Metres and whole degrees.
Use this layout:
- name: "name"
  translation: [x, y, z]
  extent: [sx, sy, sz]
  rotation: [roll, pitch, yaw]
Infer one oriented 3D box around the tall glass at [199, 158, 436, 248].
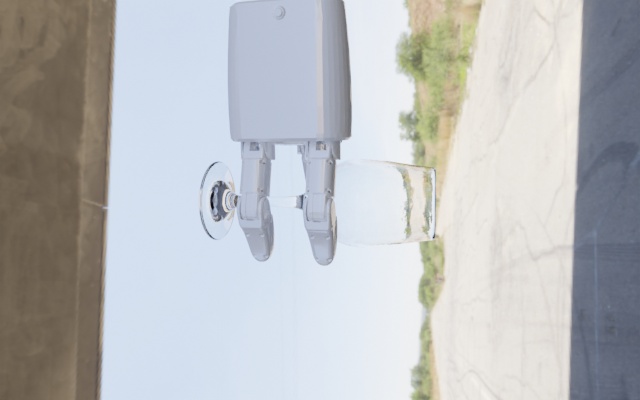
- name: "tall glass"
  translation: [-0.001, 0.002, 0.426]
  extent: [0.201, 0.079, 0.079]
  rotation: [1, 0, 14]
